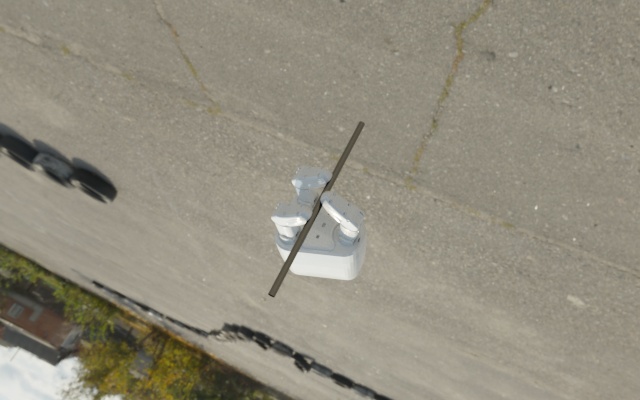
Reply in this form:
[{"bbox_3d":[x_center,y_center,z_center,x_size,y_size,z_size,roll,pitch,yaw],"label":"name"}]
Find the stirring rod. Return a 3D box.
[{"bbox_3d":[0.000,0.002,0.545,0.011,0.239,0.011,23,-24,11],"label":"stirring rod"}]
